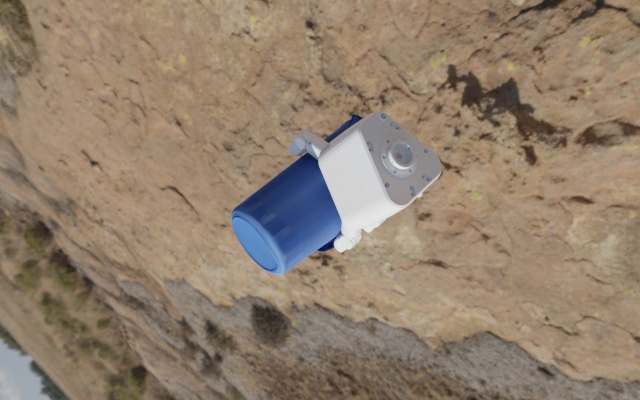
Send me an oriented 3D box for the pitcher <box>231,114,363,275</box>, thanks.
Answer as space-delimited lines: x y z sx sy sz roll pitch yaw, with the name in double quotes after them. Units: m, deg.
0.000 0.002 0.684 0.242 0.149 0.145 -37 2 -28 "pitcher"
